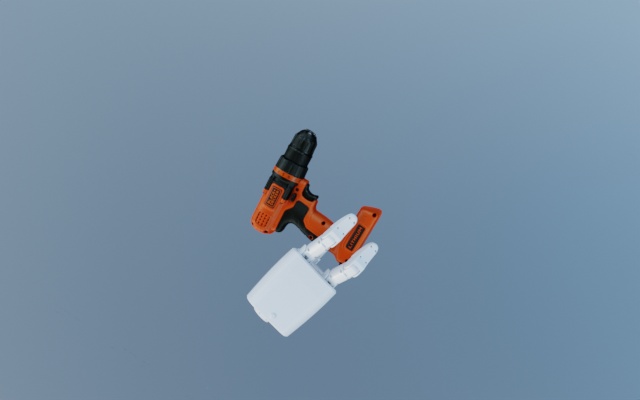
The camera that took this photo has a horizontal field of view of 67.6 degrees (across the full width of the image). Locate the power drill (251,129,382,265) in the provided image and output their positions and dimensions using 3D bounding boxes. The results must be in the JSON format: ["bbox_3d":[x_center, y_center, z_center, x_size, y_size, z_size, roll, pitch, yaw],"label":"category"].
[{"bbox_3d":[0.000,0.003,0.763,0.187,0.184,0.057,30,13,11],"label":"power drill"}]
